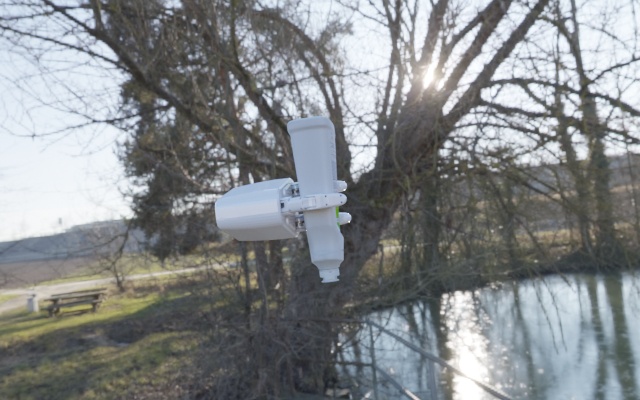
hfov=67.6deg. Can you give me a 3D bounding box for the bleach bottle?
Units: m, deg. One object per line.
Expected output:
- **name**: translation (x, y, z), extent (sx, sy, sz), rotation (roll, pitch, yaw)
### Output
- **bleach bottle**: translation (0.000, 0.002, 0.751), extent (0.068, 0.251, 0.102), rotation (-7, -3, 11)
